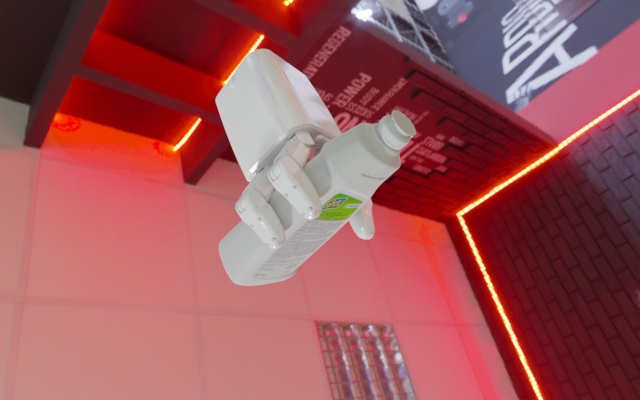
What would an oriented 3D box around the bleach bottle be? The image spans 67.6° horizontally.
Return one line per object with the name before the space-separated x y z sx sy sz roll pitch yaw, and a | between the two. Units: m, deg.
bleach bottle | 0.000 0.002 0.484 0.102 0.068 0.251 -3 -31 -48
